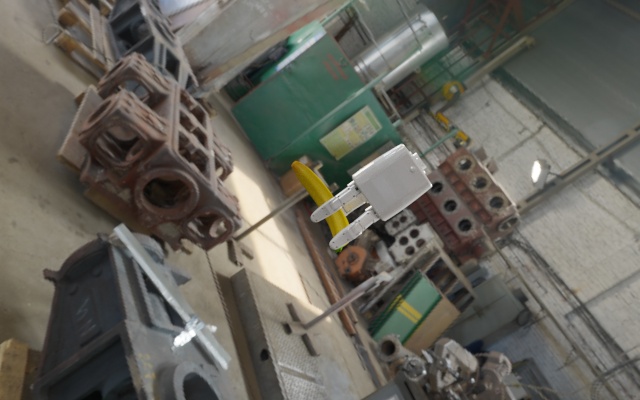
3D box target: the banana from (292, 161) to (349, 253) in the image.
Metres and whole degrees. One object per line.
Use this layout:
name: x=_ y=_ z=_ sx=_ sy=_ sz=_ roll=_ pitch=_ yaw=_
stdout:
banana: x=0.009 y=0.009 z=0.895 sx=0.037 sy=0.197 sz=0.069 roll=-35 pitch=-21 yaw=15
